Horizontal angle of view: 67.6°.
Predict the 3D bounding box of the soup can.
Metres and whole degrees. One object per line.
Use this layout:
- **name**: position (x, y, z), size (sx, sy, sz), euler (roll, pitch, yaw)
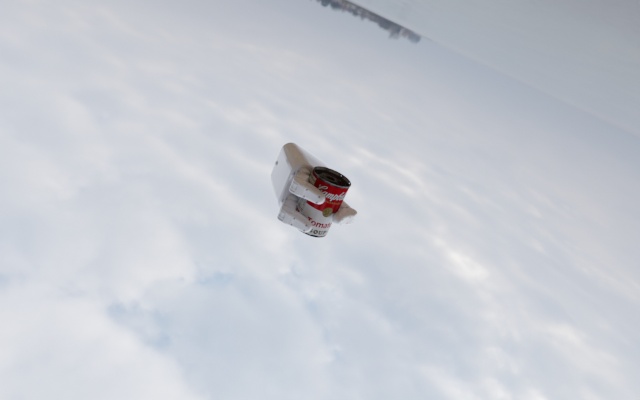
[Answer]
- **soup can**: position (0.000, 0.003, 0.802), size (0.068, 0.102, 0.068), euler (21, 22, -9)
